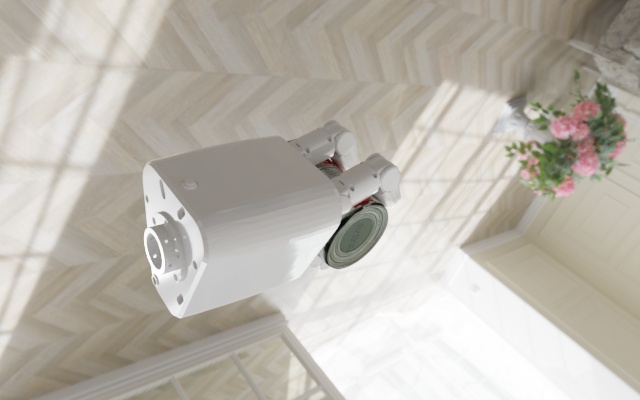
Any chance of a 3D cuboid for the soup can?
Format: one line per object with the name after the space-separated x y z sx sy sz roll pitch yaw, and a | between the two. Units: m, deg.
0.001 0.002 0.410 0.068 0.068 0.102 0 34 -48 | soup can
